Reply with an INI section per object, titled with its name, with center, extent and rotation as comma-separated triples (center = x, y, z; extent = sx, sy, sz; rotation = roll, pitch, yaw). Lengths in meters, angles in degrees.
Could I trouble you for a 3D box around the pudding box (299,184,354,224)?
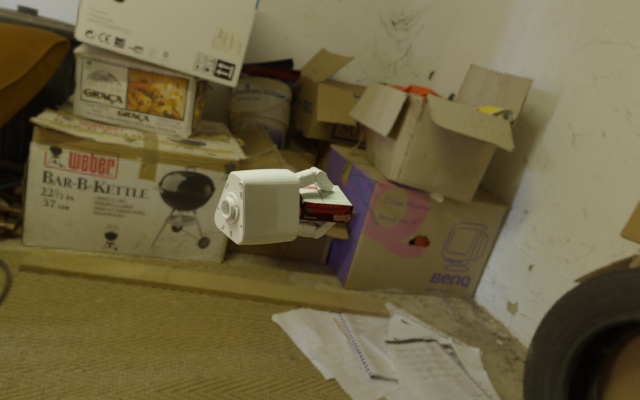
[pudding box]
center = 0.000, 0.003, 0.843
extent = 0.090, 0.039, 0.113
rotation = 6, 20, -15
